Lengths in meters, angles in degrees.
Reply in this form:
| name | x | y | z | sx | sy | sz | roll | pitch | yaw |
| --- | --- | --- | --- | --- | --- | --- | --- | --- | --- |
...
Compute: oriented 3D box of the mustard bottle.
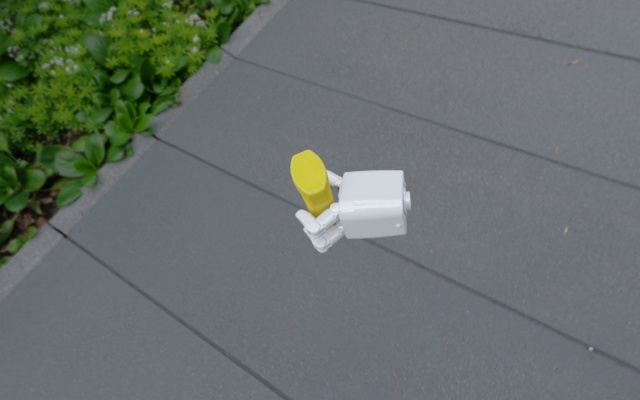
| name | x | y | z | sx | sy | sz | roll | pitch | yaw |
| --- | --- | --- | --- | --- | --- | --- | --- | --- | --- |
| mustard bottle | 0.000 | 0.003 | 0.858 | 0.058 | 0.096 | 0.192 | -23 | -36 | -1 |
